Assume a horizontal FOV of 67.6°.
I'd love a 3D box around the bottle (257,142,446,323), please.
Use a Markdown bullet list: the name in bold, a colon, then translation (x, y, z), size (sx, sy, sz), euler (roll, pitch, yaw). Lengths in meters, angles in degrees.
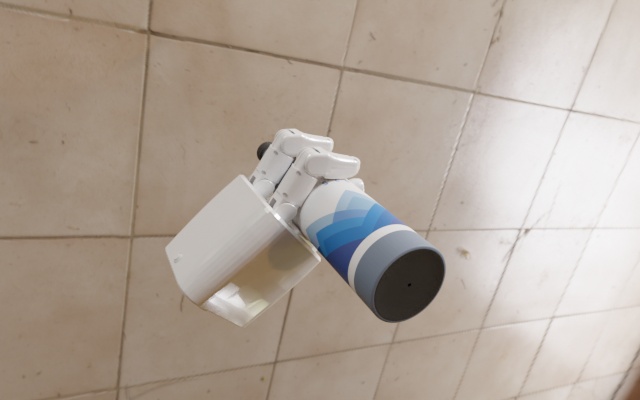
- **bottle**: translation (0.000, 0.002, 0.463), size (0.069, 0.069, 0.295), euler (0, 24, -29)
